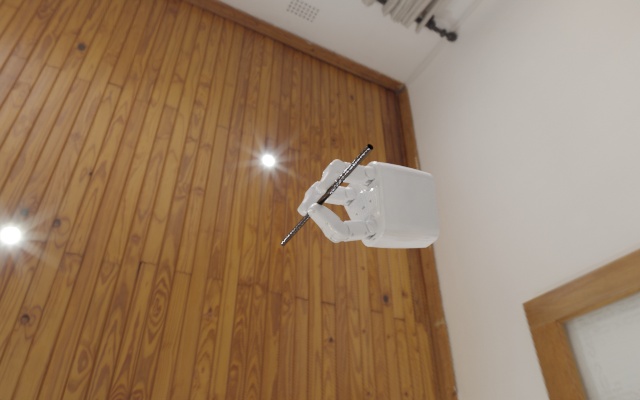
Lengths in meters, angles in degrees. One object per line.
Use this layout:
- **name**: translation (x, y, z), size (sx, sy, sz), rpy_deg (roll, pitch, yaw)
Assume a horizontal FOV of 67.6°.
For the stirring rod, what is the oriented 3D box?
- **stirring rod**: translation (0.000, 0.002, 0.620), size (0.011, 0.011, 0.240), rpy_deg (0, -31, -33)
